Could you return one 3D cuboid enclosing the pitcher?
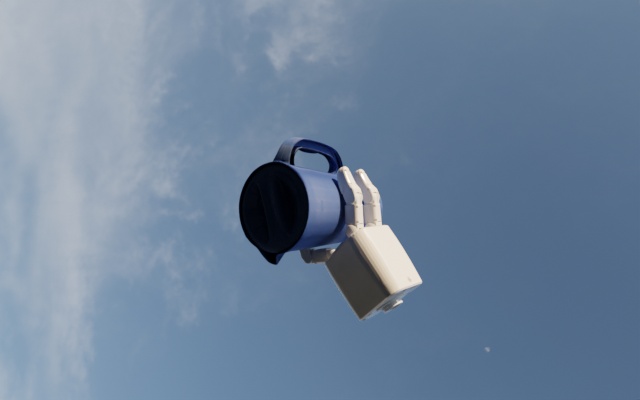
[{"bbox_3d":[0.000,0.003,0.766,0.149,0.145,0.243,-43,-24,28],"label":"pitcher"}]
